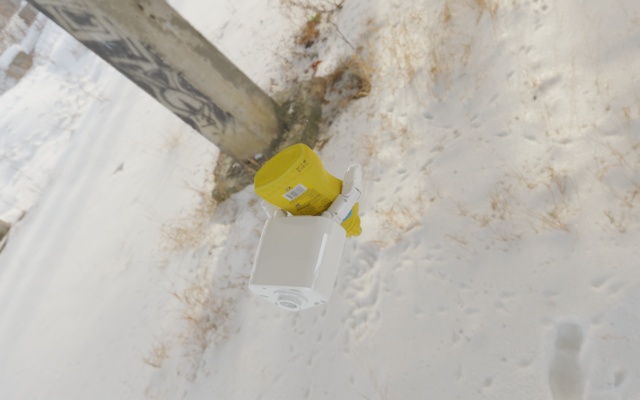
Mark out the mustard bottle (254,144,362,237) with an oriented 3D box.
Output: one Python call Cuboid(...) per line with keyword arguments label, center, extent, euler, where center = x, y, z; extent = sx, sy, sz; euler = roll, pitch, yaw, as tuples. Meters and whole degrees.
Cuboid(label="mustard bottle", center=(0.000, 0.002, 0.702), extent=(0.096, 0.058, 0.192), euler=(-34, -50, 22))
